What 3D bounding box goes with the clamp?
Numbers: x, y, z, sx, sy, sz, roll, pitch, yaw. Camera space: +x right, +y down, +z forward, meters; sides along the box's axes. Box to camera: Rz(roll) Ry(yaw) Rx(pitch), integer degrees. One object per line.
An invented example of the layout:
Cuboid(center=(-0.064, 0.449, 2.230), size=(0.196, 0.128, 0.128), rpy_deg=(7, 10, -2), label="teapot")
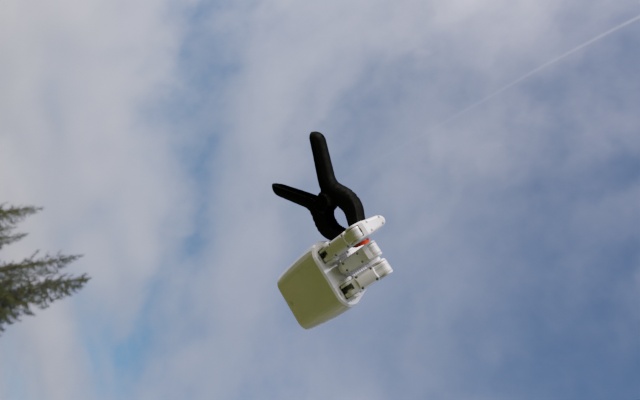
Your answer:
Cuboid(center=(0.001, 0.002, 0.677), size=(0.039, 0.171, 0.120), rpy_deg=(-13, -23, -47), label="clamp")
